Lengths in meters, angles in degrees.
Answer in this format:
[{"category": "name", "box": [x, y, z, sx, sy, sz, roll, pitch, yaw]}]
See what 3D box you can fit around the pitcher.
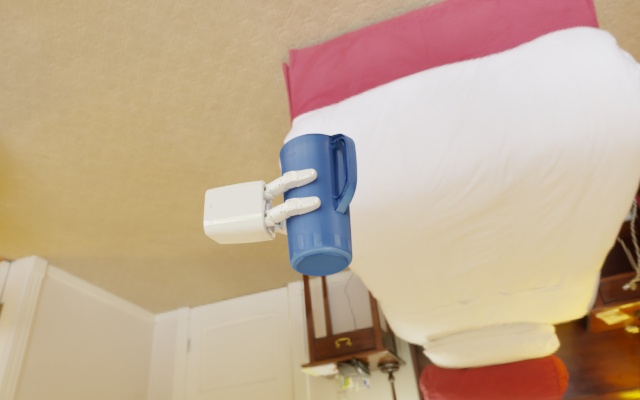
[{"category": "pitcher", "box": [0.000, 0.003, 0.862, 0.145, 0.242, 0.149, -6, -32, 2]}]
